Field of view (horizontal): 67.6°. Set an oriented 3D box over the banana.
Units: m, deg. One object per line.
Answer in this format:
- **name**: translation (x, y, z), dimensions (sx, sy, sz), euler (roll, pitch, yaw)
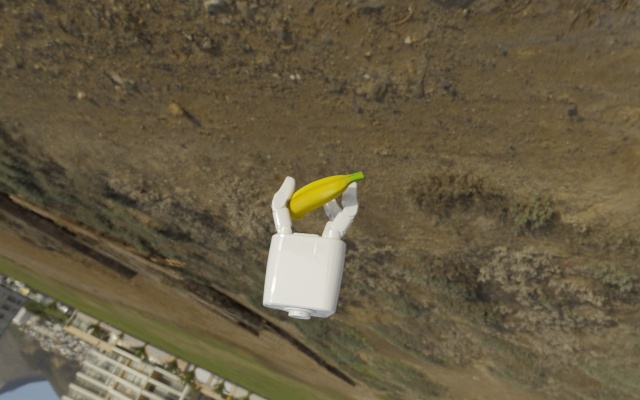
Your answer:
- **banana**: translation (-0.014, 0.001, 0.754), dimensions (0.069, 0.037, 0.198), euler (2, -17, -34)
